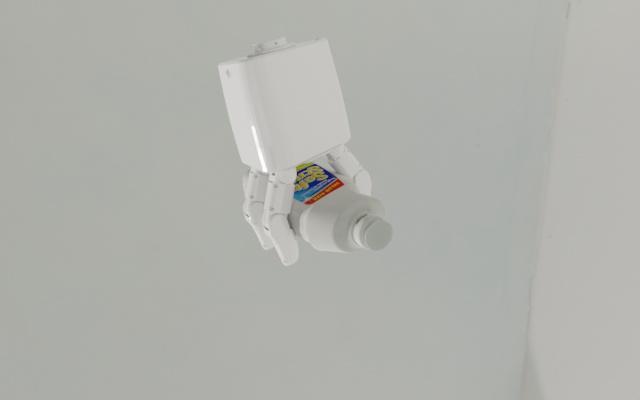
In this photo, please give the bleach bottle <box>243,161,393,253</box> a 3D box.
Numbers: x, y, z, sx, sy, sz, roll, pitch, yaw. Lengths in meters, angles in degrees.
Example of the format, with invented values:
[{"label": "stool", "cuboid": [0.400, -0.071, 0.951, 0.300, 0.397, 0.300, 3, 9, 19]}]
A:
[{"label": "bleach bottle", "cuboid": [0.000, 0.002, 0.522, 0.102, 0.068, 0.250, -21, 21, -23]}]
